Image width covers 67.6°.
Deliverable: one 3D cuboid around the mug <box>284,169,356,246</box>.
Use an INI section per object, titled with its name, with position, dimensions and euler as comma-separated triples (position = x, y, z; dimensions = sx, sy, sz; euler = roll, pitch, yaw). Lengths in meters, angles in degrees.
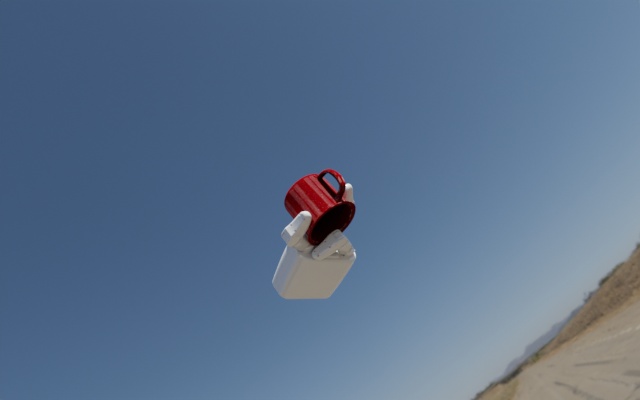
[mug]
position = 0.001, 0.001, 0.758
dimensions = 0.093, 0.117, 0.081
euler = -9, 46, -44
